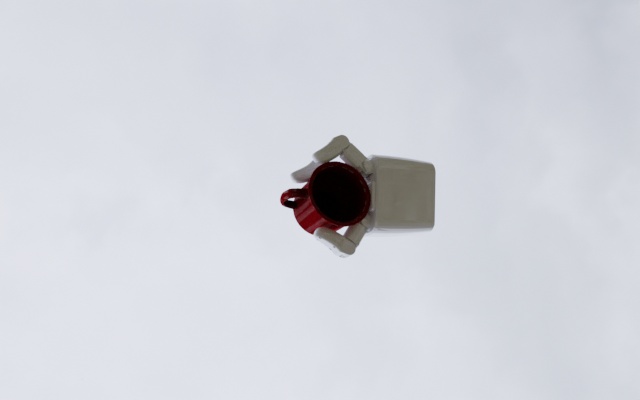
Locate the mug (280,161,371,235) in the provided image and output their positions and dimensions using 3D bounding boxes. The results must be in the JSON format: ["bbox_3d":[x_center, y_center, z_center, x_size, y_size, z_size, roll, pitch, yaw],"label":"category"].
[{"bbox_3d":[-0.001,0.002,0.667,0.117,0.093,0.081,3,-20,-24],"label":"mug"}]
